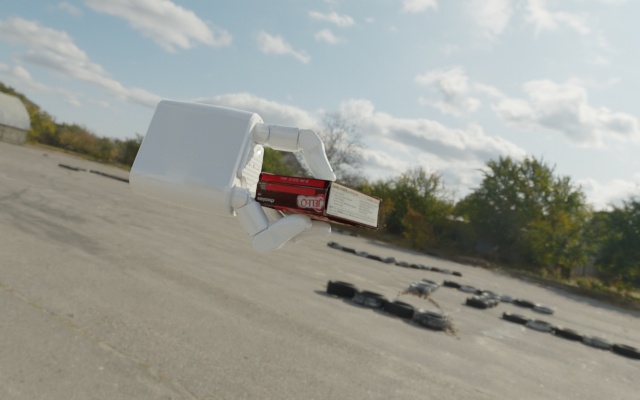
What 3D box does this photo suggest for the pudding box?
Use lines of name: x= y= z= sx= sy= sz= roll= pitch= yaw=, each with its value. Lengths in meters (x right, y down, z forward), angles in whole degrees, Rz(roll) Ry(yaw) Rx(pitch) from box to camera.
pudding box: x=0.000 y=0.001 z=0.501 sx=0.090 sy=0.039 sz=0.113 roll=9 pitch=-2 yaw=35
